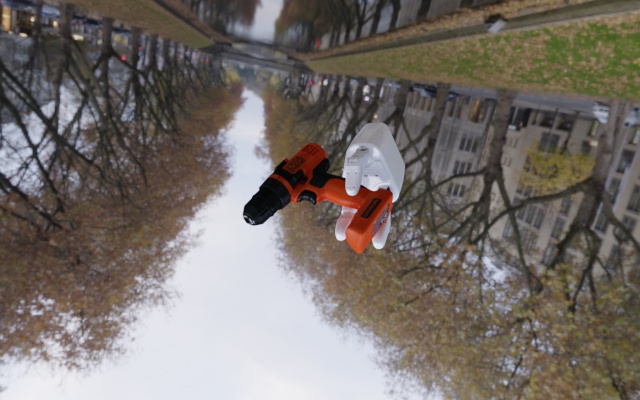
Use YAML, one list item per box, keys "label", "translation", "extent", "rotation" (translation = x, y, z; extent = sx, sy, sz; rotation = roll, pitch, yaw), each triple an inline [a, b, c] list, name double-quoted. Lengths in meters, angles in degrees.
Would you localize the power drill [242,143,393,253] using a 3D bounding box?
- label: "power drill"
  translation: [0.001, 0.002, 0.724]
  extent: [0.187, 0.184, 0.057]
  rotation: [29, -33, 20]
